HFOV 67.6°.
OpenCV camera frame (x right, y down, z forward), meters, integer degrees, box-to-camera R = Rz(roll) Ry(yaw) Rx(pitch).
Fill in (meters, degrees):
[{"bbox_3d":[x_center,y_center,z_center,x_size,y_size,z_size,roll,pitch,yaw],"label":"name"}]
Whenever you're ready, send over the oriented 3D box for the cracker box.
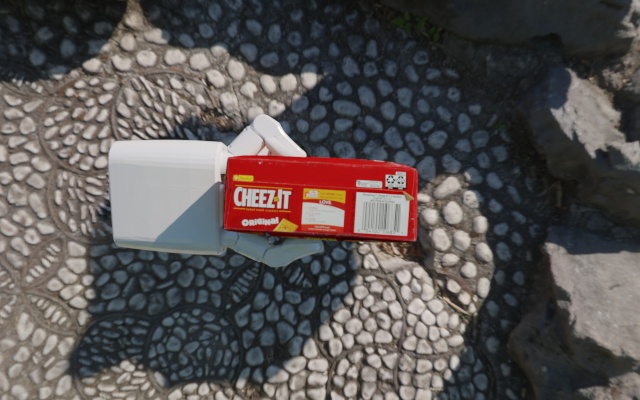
[{"bbox_3d":[0.000,0.002,0.501,0.164,0.072,0.214,3,-2,0],"label":"cracker box"}]
